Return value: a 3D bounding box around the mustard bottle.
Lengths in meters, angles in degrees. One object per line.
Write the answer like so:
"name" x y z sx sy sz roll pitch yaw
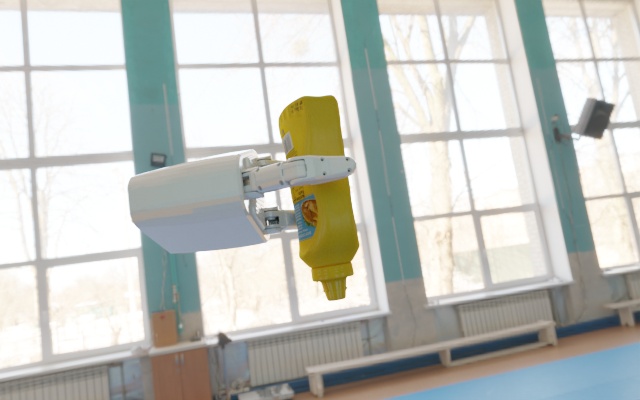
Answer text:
"mustard bottle" 0.000 0.001 0.469 0.058 0.191 0.096 -6 -9 -19
